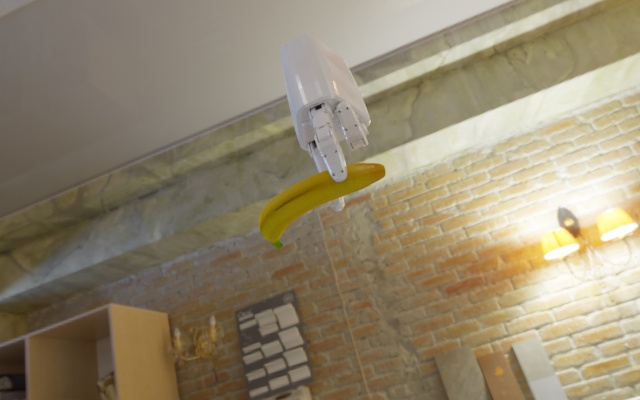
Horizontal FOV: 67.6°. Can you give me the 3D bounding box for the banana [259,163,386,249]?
[{"bbox_3d":[-0.015,0.001,0.576,0.198,0.037,0.069,-34,-28,33],"label":"banana"}]
